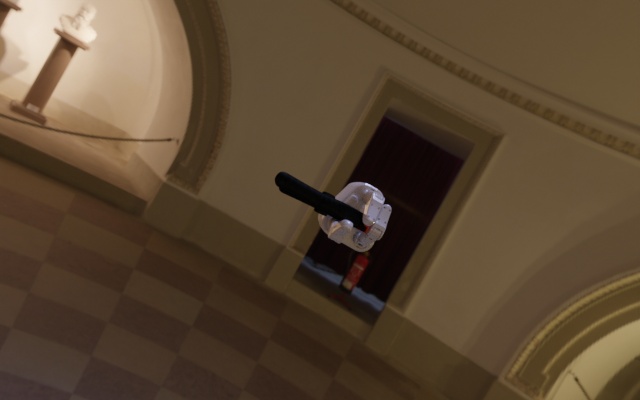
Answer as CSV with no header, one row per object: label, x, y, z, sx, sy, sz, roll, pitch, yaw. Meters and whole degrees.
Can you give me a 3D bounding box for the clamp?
clamp,0.001,0.002,0.778,0.171,0.039,0.120,30,1,-8
